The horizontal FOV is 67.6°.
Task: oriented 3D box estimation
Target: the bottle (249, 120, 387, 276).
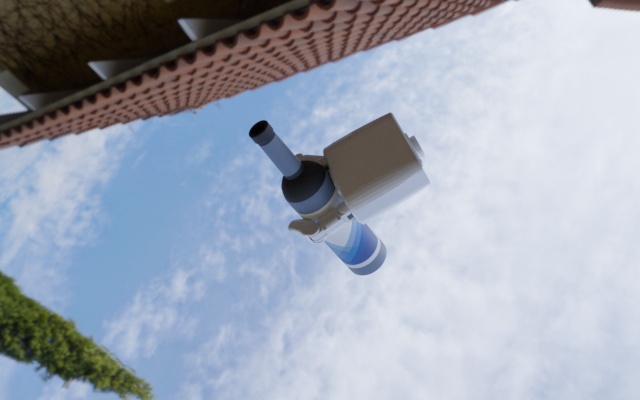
[{"bbox_3d":[0.000,0.002,0.649,0.069,0.069,0.296,0,-36,38],"label":"bottle"}]
